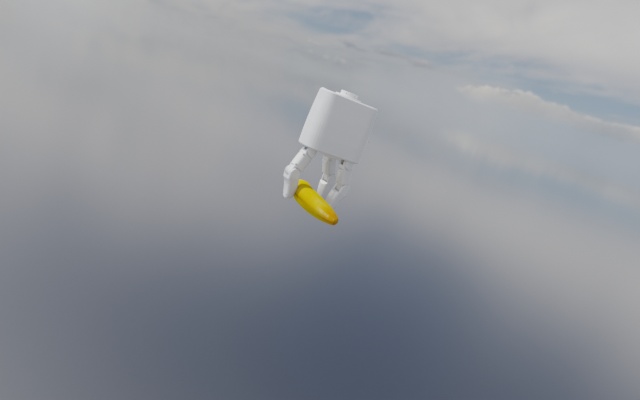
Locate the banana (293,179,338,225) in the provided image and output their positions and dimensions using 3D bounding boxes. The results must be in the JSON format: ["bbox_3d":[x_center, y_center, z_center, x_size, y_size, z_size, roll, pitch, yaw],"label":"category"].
[{"bbox_3d":[-0.017,-0.005,0.876,0.069,0.037,0.197,23,10,-17],"label":"banana"}]
